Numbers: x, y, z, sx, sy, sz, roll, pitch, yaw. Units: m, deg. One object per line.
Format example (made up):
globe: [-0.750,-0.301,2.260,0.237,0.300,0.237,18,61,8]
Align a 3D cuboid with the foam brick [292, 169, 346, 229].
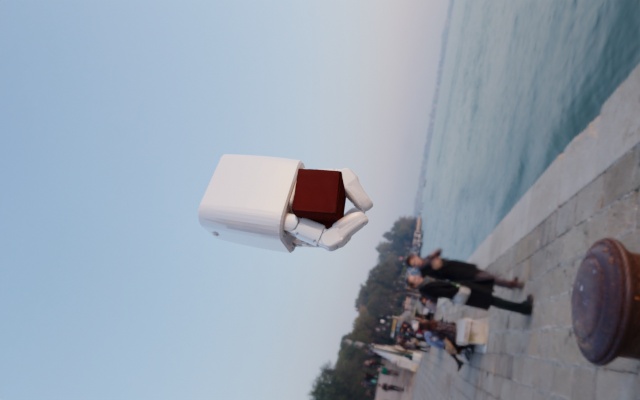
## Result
foam brick: [0.000,0.002,0.565,0.051,0.053,0.078,6,-20,9]
